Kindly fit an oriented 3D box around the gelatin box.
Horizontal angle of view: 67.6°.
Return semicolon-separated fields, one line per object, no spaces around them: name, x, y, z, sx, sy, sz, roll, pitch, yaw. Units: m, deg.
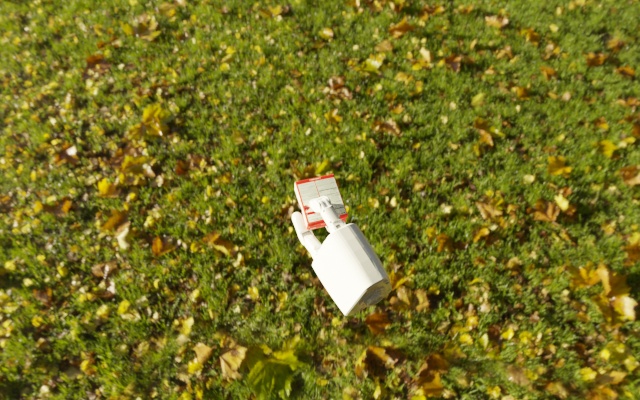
gelatin box;0.000;0.002;0.844;0.073;0.089;0.030;-13;-25;-11
